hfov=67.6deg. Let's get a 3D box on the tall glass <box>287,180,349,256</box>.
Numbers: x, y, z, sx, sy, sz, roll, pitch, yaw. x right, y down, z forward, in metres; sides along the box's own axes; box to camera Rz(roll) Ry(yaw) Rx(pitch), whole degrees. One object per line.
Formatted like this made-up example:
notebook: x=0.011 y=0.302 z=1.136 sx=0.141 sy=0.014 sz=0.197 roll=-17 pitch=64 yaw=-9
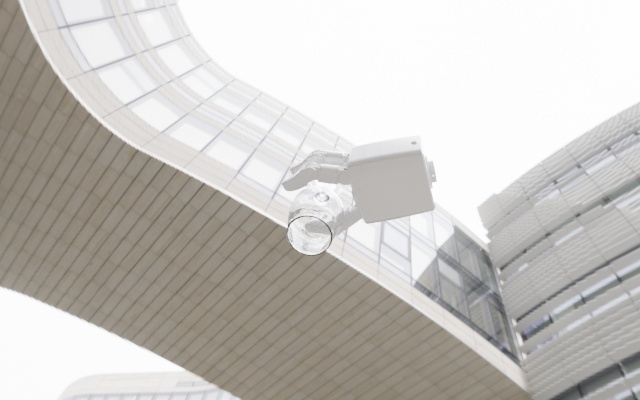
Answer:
tall glass: x=0.000 y=0.002 z=0.715 sx=0.079 sy=0.079 sz=0.201 roll=0 pitch=27 yaw=10
